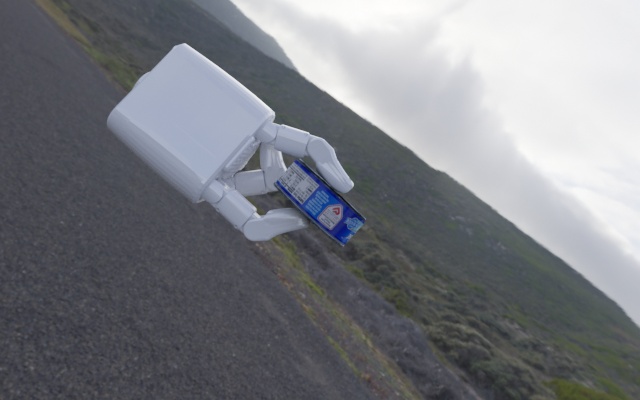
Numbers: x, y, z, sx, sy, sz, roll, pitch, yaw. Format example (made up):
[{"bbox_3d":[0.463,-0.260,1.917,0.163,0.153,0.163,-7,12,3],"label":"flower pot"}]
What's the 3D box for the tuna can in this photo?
[{"bbox_3d":[0.001,0.001,0.433,0.086,0.034,0.086,42,2,-1],"label":"tuna can"}]
